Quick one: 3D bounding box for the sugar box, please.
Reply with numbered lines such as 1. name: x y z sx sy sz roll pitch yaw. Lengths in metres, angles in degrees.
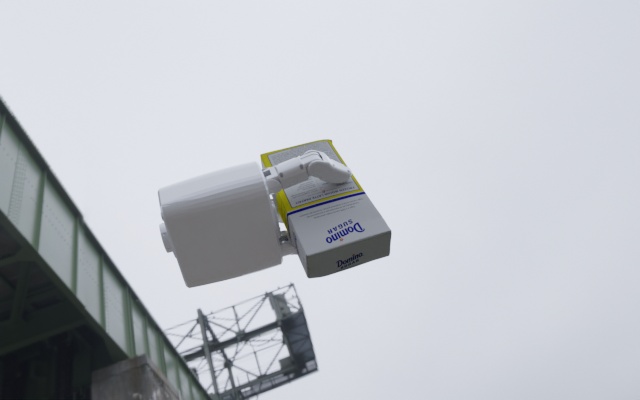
1. sugar box: 0.000 0.002 0.535 0.093 0.048 0.176 -15 46 -12
